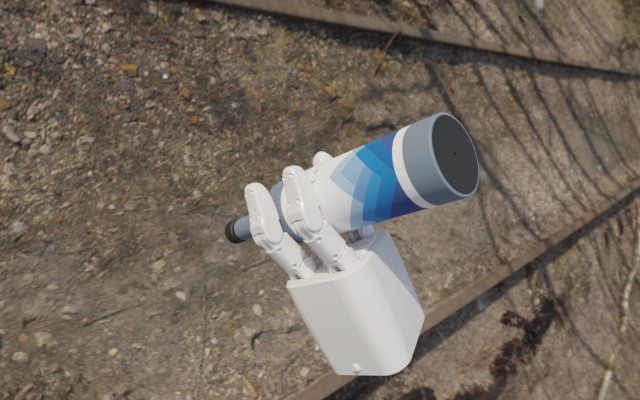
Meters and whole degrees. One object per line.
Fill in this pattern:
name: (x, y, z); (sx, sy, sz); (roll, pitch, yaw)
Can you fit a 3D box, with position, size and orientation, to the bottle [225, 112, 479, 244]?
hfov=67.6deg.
bottle: (0.000, 0.001, 0.455); (0.069, 0.069, 0.296); (0, -14, -45)
